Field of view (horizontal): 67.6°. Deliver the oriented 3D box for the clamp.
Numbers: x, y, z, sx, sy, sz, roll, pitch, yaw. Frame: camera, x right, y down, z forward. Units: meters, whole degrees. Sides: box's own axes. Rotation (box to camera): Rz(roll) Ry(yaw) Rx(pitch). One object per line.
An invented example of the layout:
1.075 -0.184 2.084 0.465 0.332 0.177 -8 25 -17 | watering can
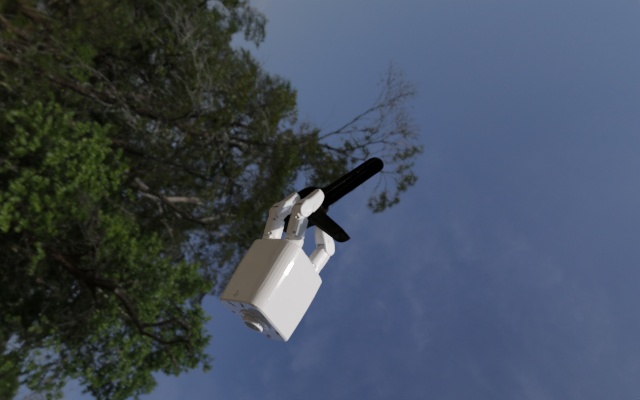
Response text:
0.000 0.003 0.756 0.210 0.036 0.164 -7 40 47 | clamp
